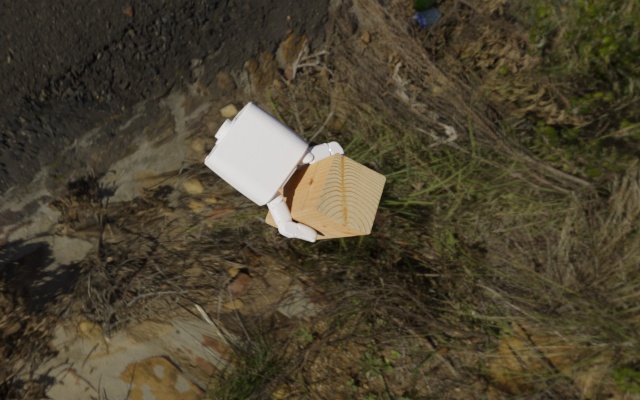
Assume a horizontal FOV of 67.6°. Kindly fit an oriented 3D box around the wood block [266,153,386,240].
[{"bbox_3d":[0.000,0.003,0.748,0.090,0.090,0.206,25,-16,-21],"label":"wood block"}]
